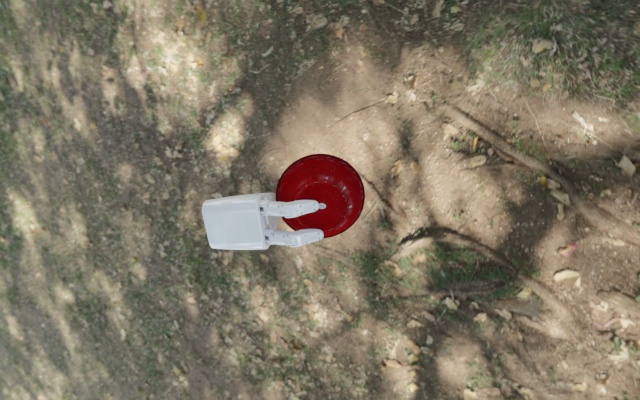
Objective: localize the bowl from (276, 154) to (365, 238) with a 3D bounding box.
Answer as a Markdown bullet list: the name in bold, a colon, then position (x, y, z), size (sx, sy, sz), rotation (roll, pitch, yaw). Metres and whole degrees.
- **bowl**: position (0.001, 0.002, 0.833), size (0.162, 0.162, 0.055), rotation (0, 20, -1)
